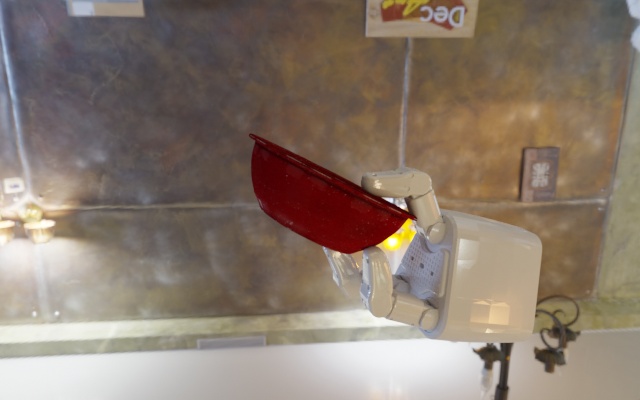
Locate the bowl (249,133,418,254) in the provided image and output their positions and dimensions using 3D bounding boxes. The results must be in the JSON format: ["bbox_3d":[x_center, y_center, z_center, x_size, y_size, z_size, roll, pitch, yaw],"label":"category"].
[{"bbox_3d":[-0.001,0.001,0.417,0.162,0.055,0.162,27,5,-2],"label":"bowl"}]
